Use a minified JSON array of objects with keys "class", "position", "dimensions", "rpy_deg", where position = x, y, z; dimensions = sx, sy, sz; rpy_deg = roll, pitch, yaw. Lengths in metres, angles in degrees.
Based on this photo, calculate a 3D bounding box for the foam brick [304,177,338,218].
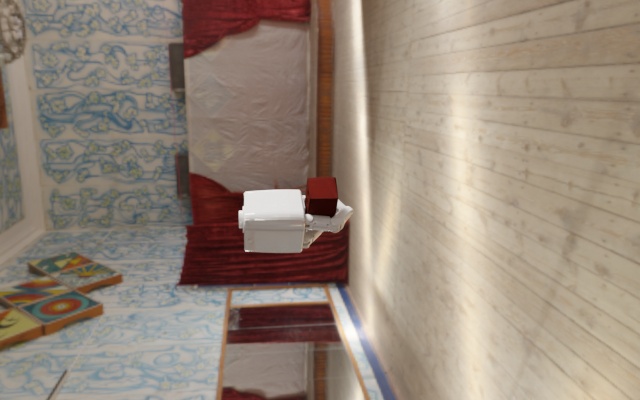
[{"class":"foam brick","position":[0.000,0.003,0.858],"dimensions":[0.051,0.053,0.078],"rpy_deg":[1,-42,-8]}]
